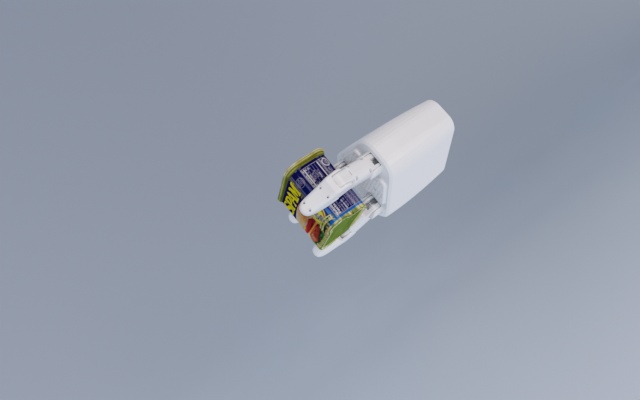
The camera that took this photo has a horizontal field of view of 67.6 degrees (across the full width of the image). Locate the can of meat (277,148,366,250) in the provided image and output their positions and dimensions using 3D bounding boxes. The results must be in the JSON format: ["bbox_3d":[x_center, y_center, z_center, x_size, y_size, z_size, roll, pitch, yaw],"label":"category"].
[{"bbox_3d":[0.000,0.002,0.558,0.057,0.084,0.102,-34,-12,-22],"label":"can of meat"}]
